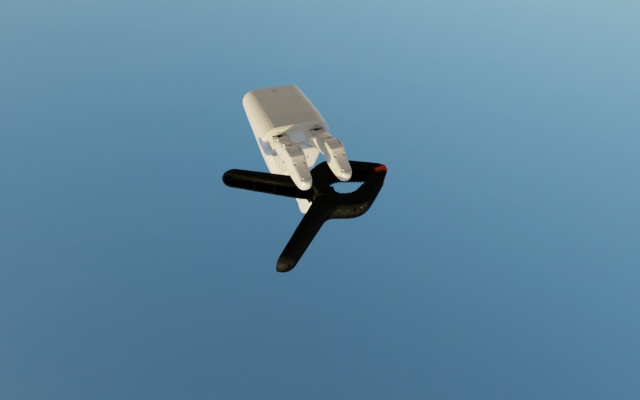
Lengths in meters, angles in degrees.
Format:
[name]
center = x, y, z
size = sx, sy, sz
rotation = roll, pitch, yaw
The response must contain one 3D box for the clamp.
[clamp]
center = 0.000, 0.002, 0.600
size = 0.210, 0.164, 0.036
rotation = -13, -38, -21
